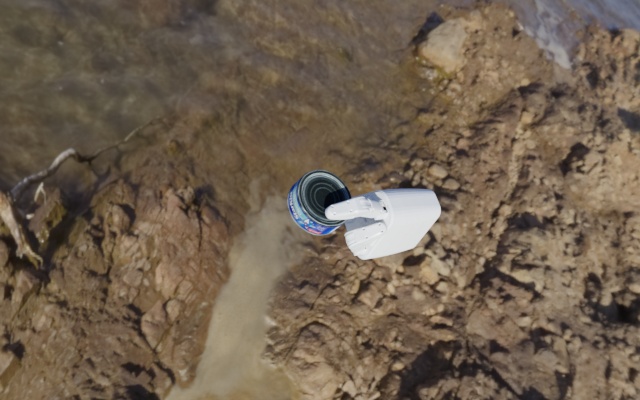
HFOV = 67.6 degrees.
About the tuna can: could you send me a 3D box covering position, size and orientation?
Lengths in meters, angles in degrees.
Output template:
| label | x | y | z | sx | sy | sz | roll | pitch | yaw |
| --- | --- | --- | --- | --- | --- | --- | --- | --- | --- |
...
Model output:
| label | x | y | z | sx | sy | sz | roll | pitch | yaw |
| --- | --- | --- | --- | --- | --- | --- | --- | --- | --- |
| tuna can | 0.000 | 0.002 | 0.650 | 0.086 | 0.086 | 0.034 | 0 | -23 | -30 |
